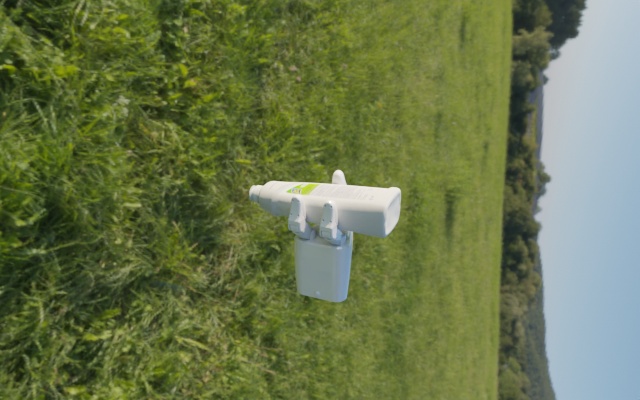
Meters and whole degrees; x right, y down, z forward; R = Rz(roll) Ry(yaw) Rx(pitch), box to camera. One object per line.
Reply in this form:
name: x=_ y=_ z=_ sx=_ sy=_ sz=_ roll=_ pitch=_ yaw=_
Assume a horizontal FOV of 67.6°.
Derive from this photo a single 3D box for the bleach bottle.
bleach bottle: x=0.000 y=0.003 z=0.802 sx=0.251 sy=0.068 sz=0.102 roll=9 pitch=20 yaw=21
